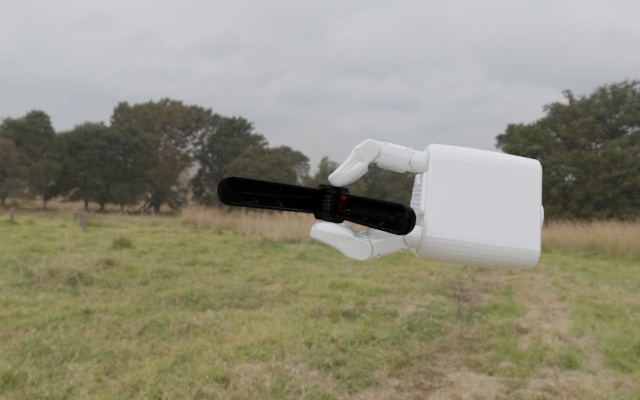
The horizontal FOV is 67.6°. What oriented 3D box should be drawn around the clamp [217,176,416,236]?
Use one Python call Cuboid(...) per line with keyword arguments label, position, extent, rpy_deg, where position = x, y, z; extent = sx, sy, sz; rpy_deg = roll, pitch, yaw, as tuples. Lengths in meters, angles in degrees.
Cuboid(label="clamp", position=(0.000, 0.001, 0.471), extent=(0.164, 0.036, 0.210), rpy_deg=(10, 2, 4))
